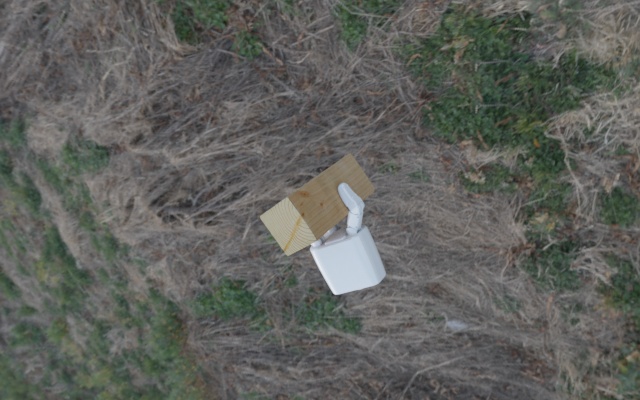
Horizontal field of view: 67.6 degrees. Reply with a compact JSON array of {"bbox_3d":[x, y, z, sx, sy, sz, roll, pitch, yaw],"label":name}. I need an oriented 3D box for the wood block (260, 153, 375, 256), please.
[{"bbox_3d":[0.000,0.003,0.887,0.091,0.090,0.206,-32,4,44],"label":"wood block"}]
